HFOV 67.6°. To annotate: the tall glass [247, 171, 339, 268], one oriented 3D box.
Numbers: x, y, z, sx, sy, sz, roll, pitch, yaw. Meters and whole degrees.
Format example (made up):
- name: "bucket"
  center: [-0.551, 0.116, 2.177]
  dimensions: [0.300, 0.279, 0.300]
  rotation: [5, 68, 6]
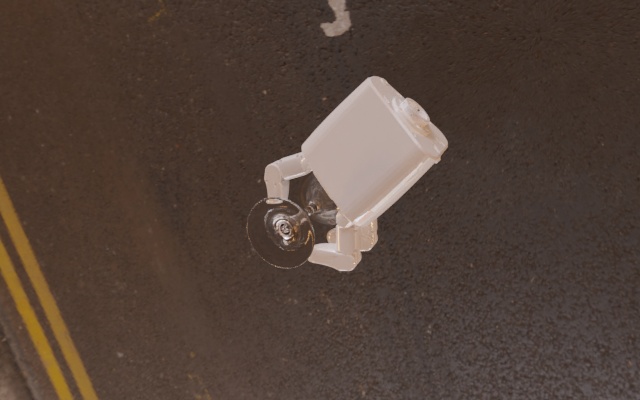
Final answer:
- name: "tall glass"
  center: [0.000, 0.002, 0.548]
  dimensions: [0.079, 0.079, 0.201]
  rotation: [0, 18, 25]
